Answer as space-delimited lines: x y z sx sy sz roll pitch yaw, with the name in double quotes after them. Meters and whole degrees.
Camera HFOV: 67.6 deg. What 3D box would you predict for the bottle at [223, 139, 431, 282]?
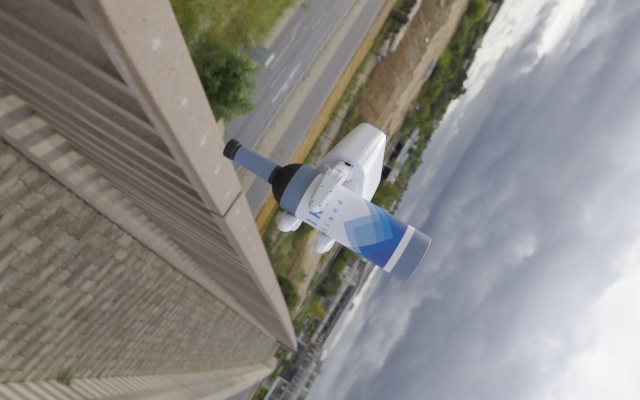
0.000 0.002 0.632 0.295 0.069 0.069 31 4 7 "bottle"
